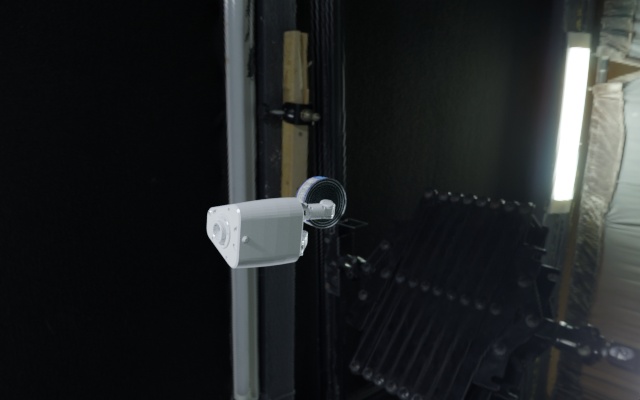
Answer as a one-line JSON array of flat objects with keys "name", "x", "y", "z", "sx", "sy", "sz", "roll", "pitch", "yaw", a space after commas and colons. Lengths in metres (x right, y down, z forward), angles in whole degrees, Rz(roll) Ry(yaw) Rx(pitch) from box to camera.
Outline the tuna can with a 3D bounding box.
[{"name": "tuna can", "x": 0.000, "y": 0.003, "z": 0.806, "sx": 0.086, "sy": 0.086, "sz": 0.033, "roll": 0, "pitch": 10, "yaw": -35}]
